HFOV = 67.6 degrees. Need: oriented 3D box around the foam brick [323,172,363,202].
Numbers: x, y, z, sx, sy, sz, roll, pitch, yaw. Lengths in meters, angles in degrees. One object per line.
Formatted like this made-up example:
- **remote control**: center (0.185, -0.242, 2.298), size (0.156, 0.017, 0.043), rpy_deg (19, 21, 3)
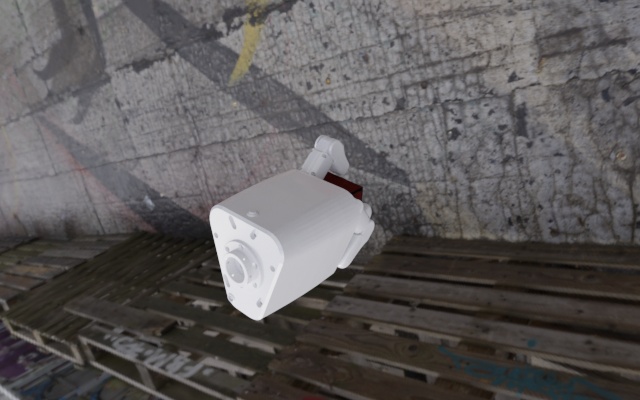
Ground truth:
- **foam brick**: center (0.000, 0.002, 0.531), size (0.078, 0.053, 0.051), rpy_deg (24, 33, 32)
